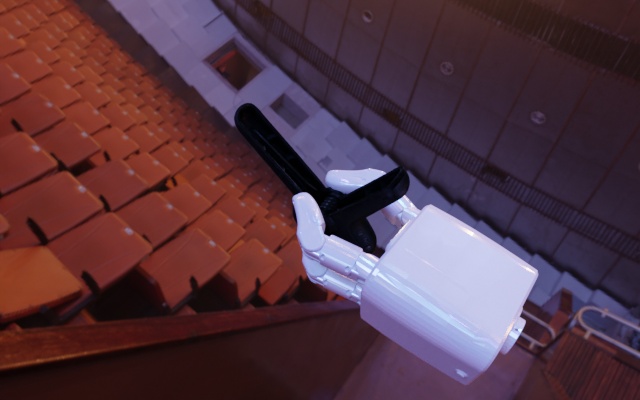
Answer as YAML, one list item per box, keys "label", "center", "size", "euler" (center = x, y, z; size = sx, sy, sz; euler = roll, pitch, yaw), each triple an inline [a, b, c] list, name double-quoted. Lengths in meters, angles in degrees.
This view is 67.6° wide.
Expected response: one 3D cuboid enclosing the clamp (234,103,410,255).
- label: "clamp"
  center: [0.001, 0.001, 0.453]
  size: [0.164, 0.036, 0.210]
  euler: [30, -25, 20]
